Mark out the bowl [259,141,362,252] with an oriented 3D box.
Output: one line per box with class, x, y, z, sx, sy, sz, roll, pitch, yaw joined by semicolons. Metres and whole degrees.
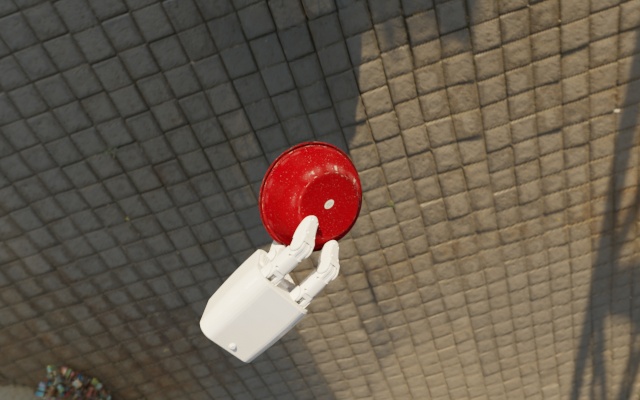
bowl;0.001;0.001;0.658;0.162;0.162;0.055;0;12;-28
